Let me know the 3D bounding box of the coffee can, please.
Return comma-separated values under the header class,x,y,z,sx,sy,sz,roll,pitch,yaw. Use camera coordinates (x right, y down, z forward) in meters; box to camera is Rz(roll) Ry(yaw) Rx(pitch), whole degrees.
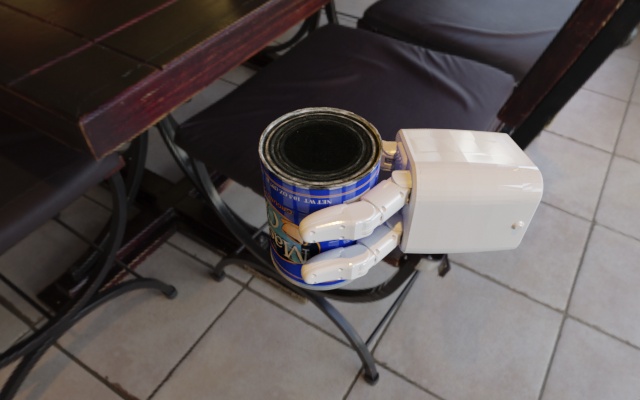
class,x,y,z,sx,sy,sz,roll,pitch,yaw
coffee can,0.000,0.002,0.441,0.103,0.102,0.140,0,-44,0
